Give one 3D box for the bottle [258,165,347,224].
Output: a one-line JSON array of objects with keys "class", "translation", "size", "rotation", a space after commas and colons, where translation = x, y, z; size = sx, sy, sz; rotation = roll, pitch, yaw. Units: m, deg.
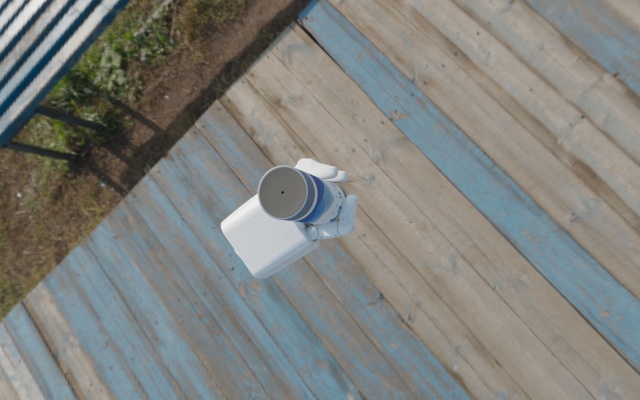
[{"class": "bottle", "translation": [0.000, 0.002, 0.711], "size": [0.069, 0.069, 0.296], "rotation": [0, -5, 18]}]
